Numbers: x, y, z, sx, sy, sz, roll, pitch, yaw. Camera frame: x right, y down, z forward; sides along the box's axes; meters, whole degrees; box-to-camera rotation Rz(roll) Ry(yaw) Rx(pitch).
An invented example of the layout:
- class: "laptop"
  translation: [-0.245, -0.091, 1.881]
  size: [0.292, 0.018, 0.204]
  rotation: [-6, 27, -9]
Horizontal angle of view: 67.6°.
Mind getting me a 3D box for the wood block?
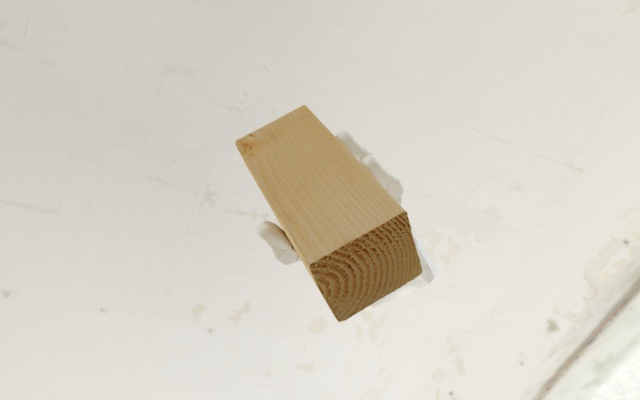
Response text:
- class: "wood block"
  translation: [0.000, 0.002, 0.470]
  size: [0.091, 0.090, 0.206]
  rotation: [-30, 43, -7]
